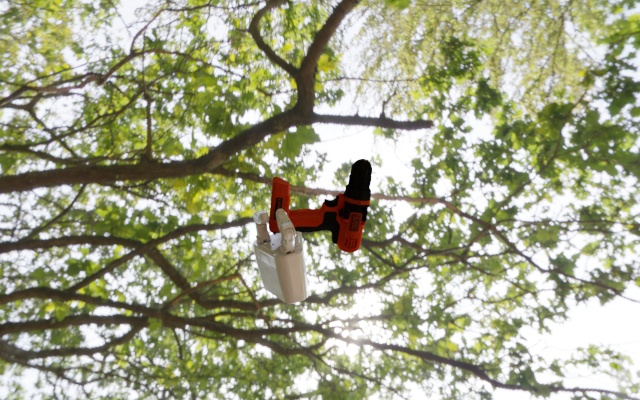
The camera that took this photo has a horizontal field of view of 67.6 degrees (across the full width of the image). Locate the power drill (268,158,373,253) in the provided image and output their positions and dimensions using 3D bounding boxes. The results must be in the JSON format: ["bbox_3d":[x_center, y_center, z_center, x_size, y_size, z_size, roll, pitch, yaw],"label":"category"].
[{"bbox_3d":[0.000,0.003,0.897,0.187,0.184,0.057,7,13,-6],"label":"power drill"}]
